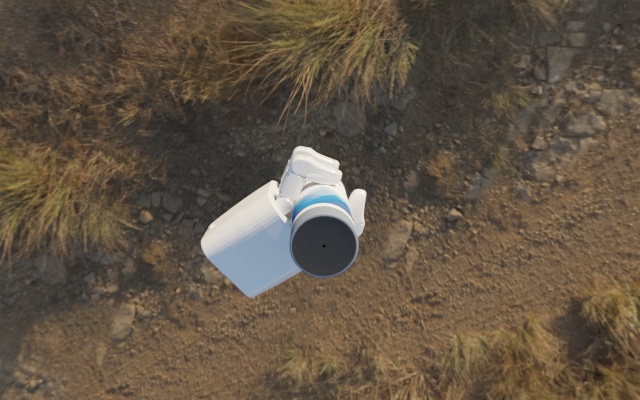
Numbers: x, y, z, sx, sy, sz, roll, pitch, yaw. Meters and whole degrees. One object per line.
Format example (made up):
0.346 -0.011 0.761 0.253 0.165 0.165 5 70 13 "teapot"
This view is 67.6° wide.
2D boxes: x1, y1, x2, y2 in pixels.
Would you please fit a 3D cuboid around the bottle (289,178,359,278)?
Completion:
0.000 0.002 0.596 0.069 0.069 0.295 0 17 -1 "bottle"
